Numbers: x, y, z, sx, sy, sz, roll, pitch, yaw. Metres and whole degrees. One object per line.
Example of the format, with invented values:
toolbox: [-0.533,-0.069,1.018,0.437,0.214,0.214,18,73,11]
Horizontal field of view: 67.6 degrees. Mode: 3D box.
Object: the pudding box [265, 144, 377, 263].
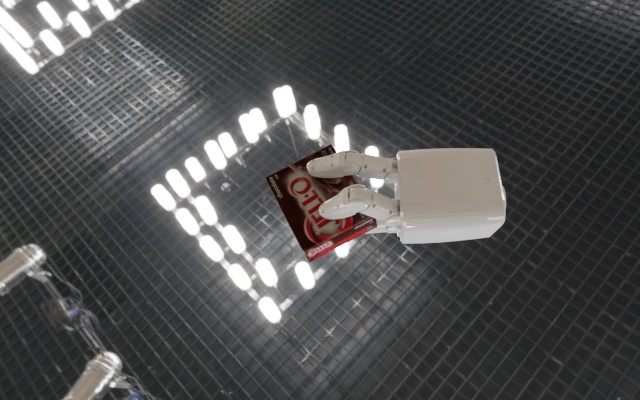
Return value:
pudding box: [0.000,0.002,0.549,0.090,0.113,0.039,-27,-32,-6]
